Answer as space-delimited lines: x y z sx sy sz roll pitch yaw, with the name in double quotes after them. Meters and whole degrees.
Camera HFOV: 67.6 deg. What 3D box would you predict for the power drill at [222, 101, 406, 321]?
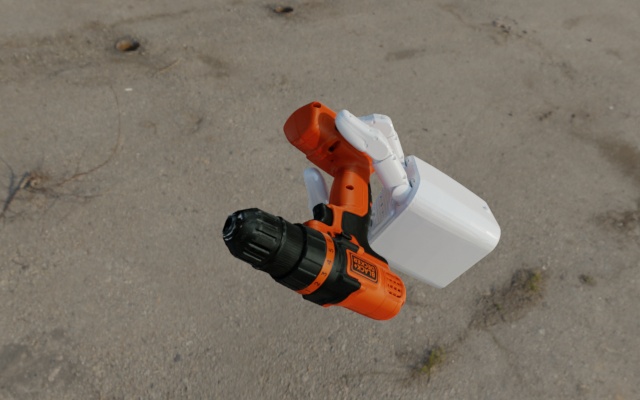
0.000 0.001 0.433 0.057 0.187 0.184 -29 -46 36 "power drill"
